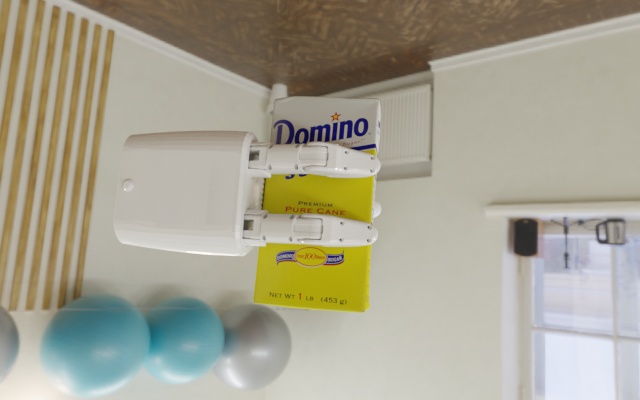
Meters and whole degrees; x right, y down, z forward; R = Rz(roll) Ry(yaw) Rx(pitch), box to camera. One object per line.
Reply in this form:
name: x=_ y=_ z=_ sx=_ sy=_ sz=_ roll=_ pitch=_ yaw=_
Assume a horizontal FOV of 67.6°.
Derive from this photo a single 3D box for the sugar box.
sugar box: x=0.000 y=0.001 z=0.404 sx=0.093 sy=0.176 sz=0.048 roll=2 pitch=-7 yaw=9
